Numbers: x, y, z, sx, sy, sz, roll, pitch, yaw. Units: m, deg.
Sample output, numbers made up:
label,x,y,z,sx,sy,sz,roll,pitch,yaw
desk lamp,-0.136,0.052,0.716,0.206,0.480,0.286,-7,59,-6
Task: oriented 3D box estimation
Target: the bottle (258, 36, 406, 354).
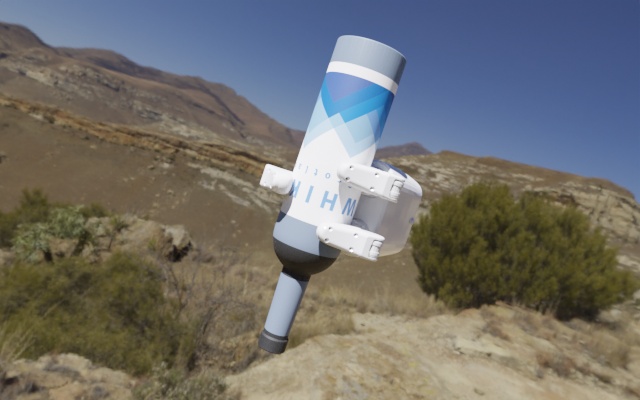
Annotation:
label,x,y,z,sx,sy,sz,roll,pitch,yaw
bottle,0.000,0.001,0.447,0.069,0.296,0.069,19,4,-1
